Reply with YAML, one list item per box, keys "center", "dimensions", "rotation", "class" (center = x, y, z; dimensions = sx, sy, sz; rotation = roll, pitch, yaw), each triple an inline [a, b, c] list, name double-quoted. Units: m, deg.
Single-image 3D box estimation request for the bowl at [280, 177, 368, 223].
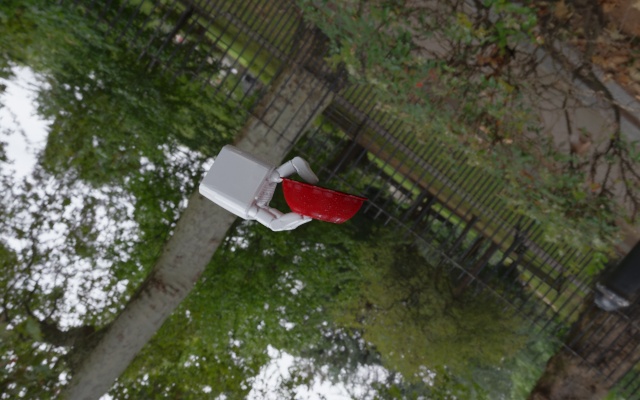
- center: [0.001, 0.003, 0.843]
  dimensions: [0.162, 0.055, 0.162]
  rotation: [14, 2, 0]
  class: "bowl"
